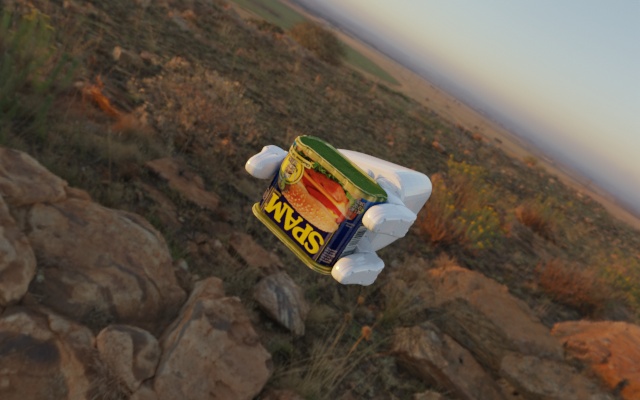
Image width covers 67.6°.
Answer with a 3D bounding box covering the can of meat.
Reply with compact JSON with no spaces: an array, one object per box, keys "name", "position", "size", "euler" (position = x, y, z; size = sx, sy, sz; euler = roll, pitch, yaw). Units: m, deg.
[{"name":"can of meat","position":[0.000,0.001,0.434],"size":[0.102,0.084,0.057],"euler":[41,22,24]}]
